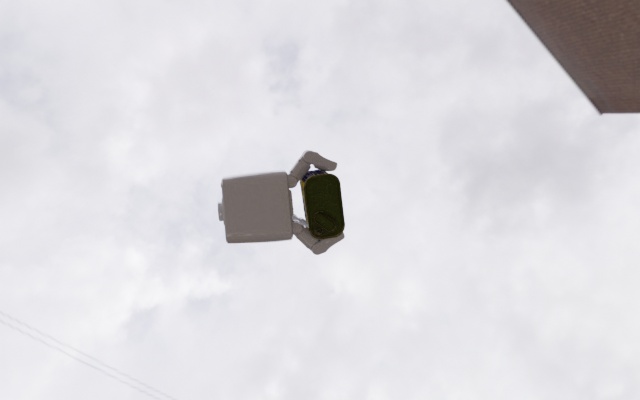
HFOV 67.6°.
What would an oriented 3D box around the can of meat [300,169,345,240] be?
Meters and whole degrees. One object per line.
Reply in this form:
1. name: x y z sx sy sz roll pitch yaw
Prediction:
1. can of meat: 0.000 0.002 0.773 0.057 0.102 0.084 -9 12 -8
